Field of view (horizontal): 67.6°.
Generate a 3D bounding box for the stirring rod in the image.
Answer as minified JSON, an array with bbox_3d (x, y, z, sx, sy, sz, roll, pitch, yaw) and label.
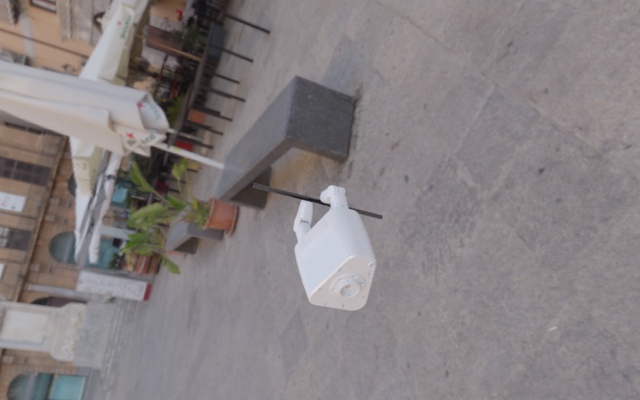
[{"bbox_3d":[0.000,0.003,0.795,0.239,0.011,0.011,14,-6,-23],"label":"stirring rod"}]
